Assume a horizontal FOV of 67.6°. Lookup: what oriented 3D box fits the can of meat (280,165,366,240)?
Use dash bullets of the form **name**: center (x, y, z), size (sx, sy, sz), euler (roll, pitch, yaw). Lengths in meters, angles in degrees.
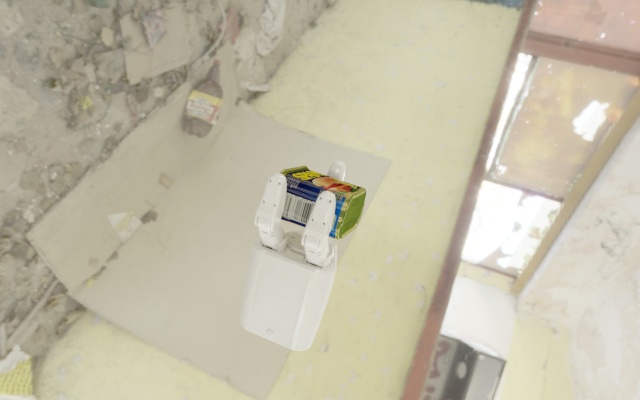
- **can of meat**: center (0.000, 0.002, 0.542), size (0.084, 0.057, 0.102), euler (19, 13, 15)
